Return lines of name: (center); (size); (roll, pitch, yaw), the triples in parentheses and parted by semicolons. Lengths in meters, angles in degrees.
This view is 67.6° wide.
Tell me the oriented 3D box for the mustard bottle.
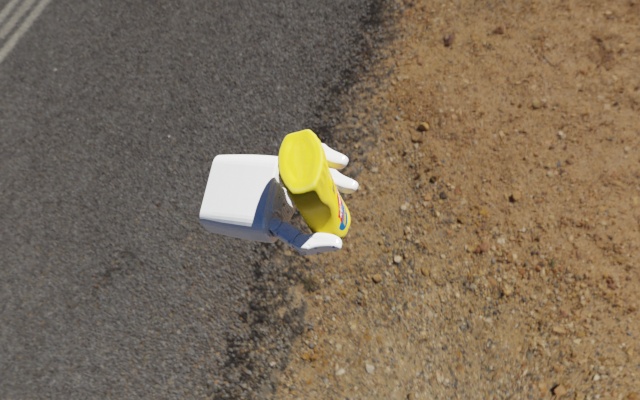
mustard bottle: (0.000, 0.002, 0.634); (0.058, 0.096, 0.192); (-15, -36, 8)
